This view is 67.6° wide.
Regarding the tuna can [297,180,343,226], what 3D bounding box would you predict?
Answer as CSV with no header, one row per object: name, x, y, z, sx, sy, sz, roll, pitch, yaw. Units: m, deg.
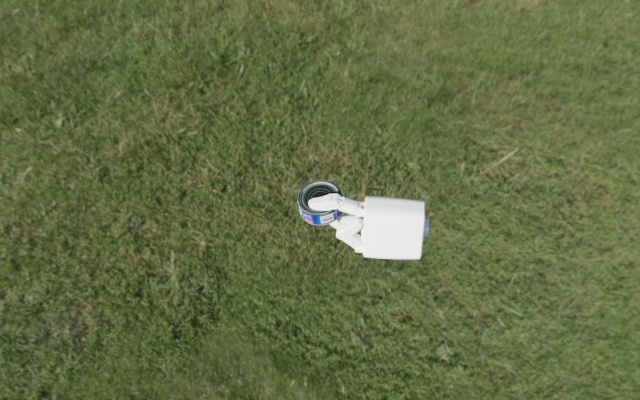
tuna can,0.000,0.003,0.893,0.086,0.086,0.034,0,-38,10
